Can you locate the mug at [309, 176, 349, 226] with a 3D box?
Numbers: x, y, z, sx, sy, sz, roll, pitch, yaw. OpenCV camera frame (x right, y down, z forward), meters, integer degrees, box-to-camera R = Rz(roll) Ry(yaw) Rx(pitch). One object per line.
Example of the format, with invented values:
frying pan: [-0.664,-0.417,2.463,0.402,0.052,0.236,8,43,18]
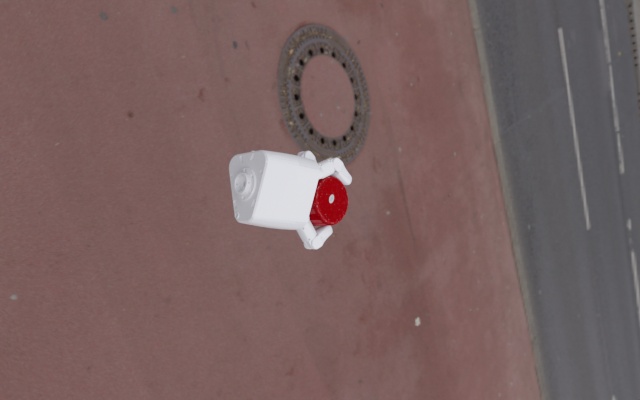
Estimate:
mug: [0.001,0.003,0.812,0.081,0.093,0.117,-3,-8,44]
